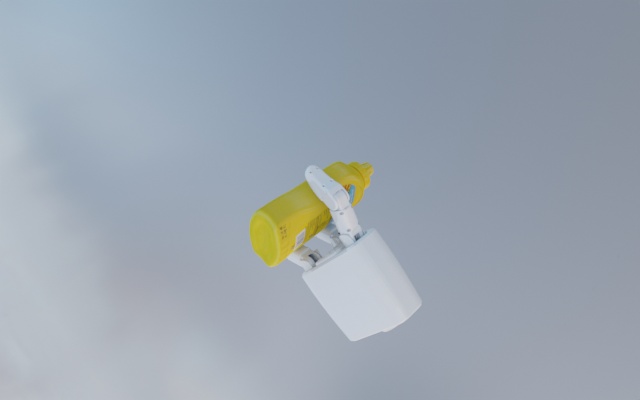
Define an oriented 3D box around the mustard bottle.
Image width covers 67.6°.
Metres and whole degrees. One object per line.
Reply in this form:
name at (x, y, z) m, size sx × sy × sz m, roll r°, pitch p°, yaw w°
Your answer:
mustard bottle at (0.000, 0.002, 0.607) m, size 0.191 × 0.058 × 0.096 m, roll -34°, pitch -25°, yaw -31°
